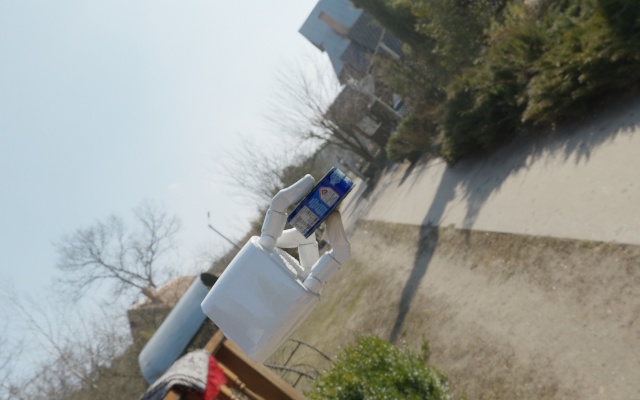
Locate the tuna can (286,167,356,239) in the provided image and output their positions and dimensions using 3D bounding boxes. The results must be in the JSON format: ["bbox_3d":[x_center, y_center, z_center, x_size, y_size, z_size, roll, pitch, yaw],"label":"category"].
[{"bbox_3d":[0.000,0.001,0.551,0.034,0.086,0.086,42,-1,-1],"label":"tuna can"}]
